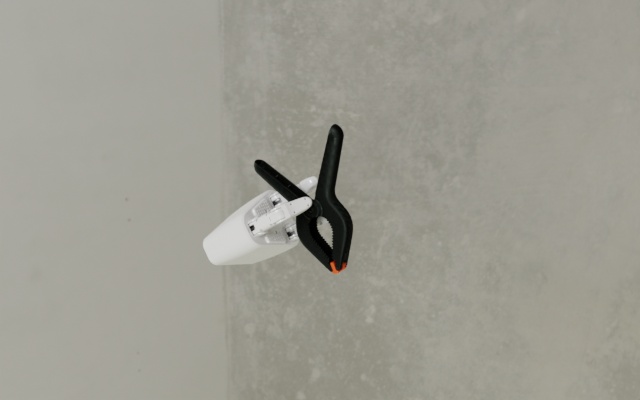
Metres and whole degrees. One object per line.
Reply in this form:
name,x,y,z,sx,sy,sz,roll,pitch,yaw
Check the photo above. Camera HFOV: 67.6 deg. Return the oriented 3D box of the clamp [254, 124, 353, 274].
clamp,0.000,0.003,0.698,0.164,0.210,0.036,-28,-4,35
